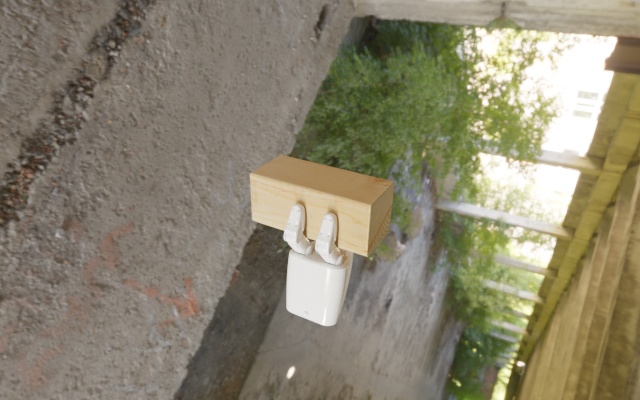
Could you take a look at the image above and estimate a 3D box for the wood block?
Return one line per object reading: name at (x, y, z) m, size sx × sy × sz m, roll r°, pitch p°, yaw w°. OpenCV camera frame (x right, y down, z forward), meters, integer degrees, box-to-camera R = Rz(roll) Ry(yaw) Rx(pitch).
wood block at (0.000, 0.003, 0.750) m, size 0.206 × 0.090 × 0.090 m, roll 15°, pitch 31°, yaw 25°
